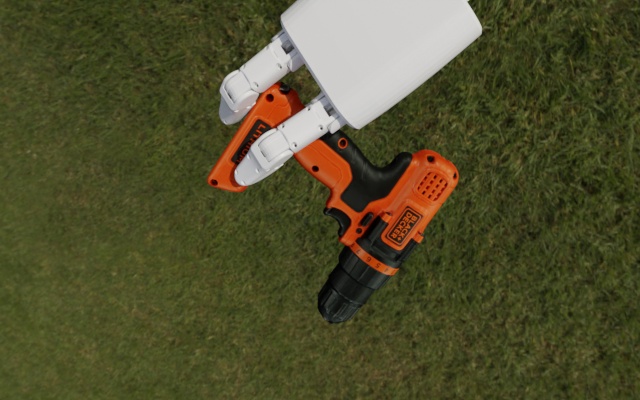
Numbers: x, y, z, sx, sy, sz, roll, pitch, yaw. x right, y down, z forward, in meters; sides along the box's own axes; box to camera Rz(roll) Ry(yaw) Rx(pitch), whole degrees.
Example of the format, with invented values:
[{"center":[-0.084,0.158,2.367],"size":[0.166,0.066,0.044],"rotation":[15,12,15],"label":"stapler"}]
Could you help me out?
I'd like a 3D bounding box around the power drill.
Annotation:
[{"center":[0.000,0.001,0.422],"size":[0.188,0.184,0.057],"rotation":[32,11,-11],"label":"power drill"}]
